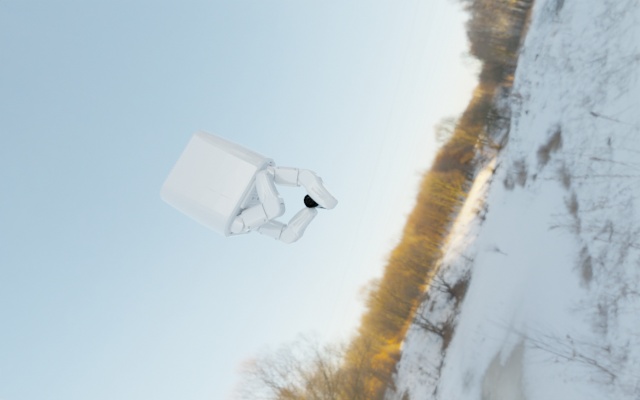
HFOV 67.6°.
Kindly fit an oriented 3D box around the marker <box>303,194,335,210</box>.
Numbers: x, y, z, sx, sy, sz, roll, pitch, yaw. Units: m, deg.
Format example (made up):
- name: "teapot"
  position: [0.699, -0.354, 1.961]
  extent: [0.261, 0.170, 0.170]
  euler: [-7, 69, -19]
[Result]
- name: "marker"
  position: [0.000, 0.002, 0.655]
  extent: [0.020, 0.020, 0.121]
  euler: [0, -2, 14]
